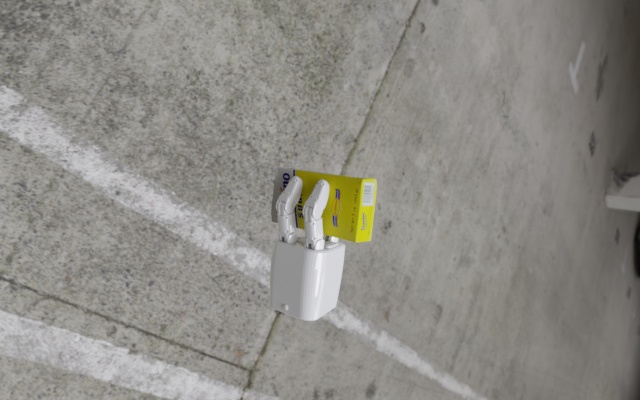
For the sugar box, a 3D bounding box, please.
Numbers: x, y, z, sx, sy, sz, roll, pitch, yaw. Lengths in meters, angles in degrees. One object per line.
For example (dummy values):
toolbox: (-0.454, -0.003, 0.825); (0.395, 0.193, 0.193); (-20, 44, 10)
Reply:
sugar box: (0.000, 0.003, 0.734); (0.176, 0.093, 0.048); (9, 6, 37)
